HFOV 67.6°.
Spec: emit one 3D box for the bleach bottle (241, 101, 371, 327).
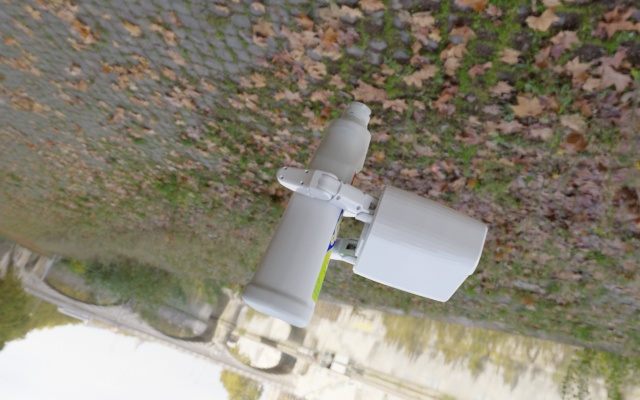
[{"bbox_3d":[0.000,0.002,0.504,0.068,0.250,0.103,20,-18,7],"label":"bleach bottle"}]
